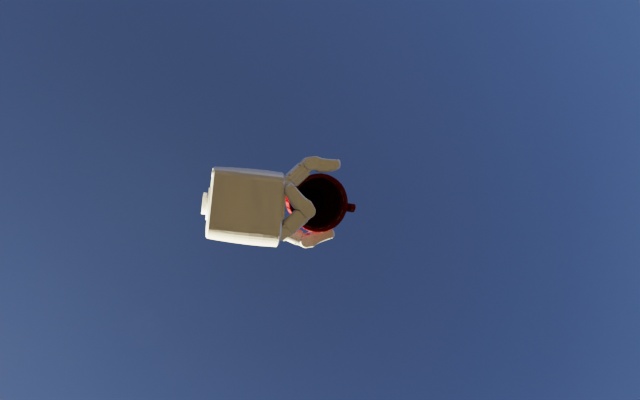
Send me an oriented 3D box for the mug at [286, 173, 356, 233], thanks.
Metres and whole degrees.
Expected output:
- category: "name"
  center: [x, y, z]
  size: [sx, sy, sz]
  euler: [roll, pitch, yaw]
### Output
- category: "mug"
  center: [0.001, 0.003, 0.787]
  size: [0.117, 0.093, 0.081]
  euler: [6, 3, -15]
